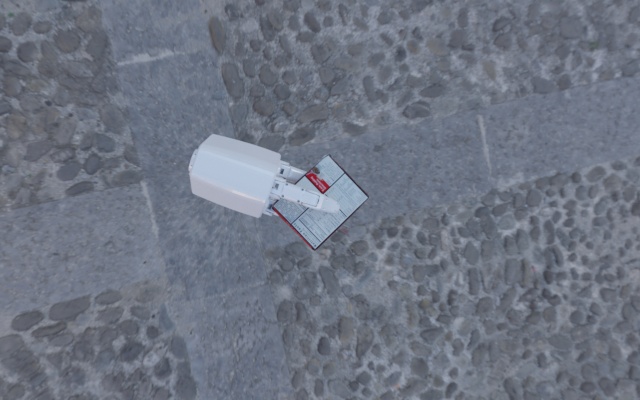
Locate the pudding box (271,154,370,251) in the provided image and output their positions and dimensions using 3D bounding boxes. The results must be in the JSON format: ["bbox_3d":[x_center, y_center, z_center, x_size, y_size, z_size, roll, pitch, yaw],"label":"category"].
[{"bbox_3d":[0.000,0.002,0.681,0.113,0.090,0.039,-43,3,-3],"label":"pudding box"}]
